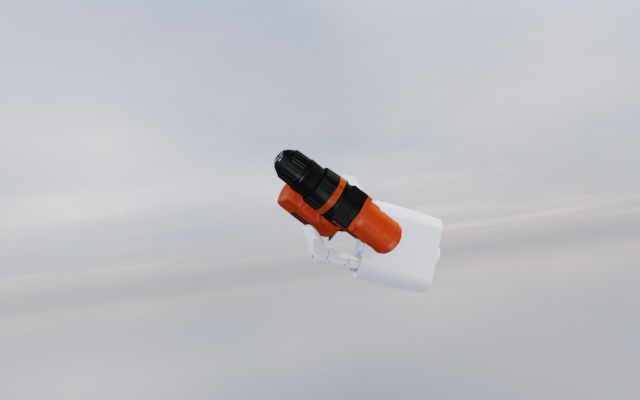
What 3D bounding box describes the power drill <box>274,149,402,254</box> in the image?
[{"bbox_3d":[0.000,0.002,0.640,0.184,0.057,0.187,38,-10,-14],"label":"power drill"}]
